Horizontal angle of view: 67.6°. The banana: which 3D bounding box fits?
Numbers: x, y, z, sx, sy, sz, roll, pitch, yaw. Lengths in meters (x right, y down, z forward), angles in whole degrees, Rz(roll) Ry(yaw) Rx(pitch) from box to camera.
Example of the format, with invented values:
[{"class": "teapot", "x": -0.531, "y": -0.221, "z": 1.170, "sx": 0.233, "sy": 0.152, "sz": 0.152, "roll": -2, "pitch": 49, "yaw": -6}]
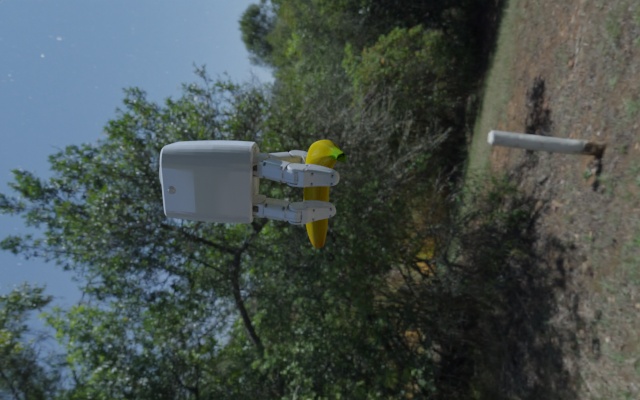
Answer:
[{"class": "banana", "x": -0.002, "y": -0.015, "z": 0.626, "sx": 0.037, "sy": 0.069, "sz": 0.198, "roll": -3, "pitch": -37, "yaw": -9}]
